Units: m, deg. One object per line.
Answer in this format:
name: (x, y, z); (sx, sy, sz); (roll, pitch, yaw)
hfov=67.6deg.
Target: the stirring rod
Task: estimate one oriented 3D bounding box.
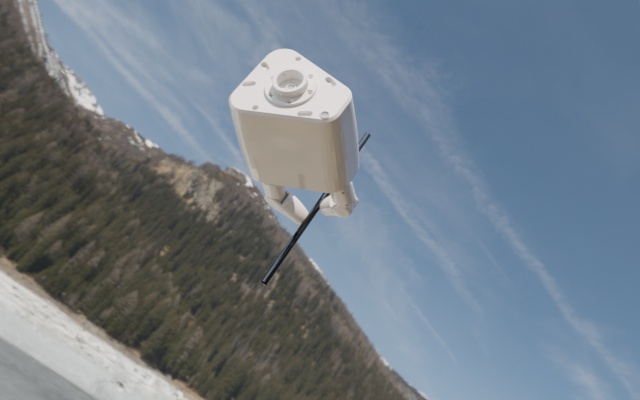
stirring rod: (0.000, 0.002, 0.577); (0.011, 0.239, 0.011); (28, -26, 15)
